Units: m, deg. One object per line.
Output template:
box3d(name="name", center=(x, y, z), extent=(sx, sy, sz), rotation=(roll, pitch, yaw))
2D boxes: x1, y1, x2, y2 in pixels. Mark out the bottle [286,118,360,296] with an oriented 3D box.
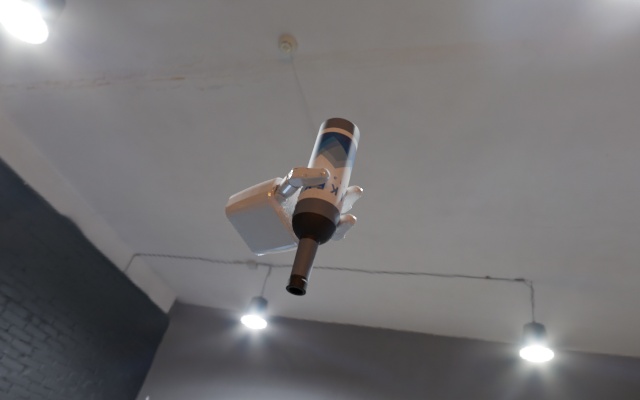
box3d(name="bottle", center=(0.000, 0.002, 0.700), extent=(0.069, 0.295, 0.069), rotation=(10, -37, 8))
